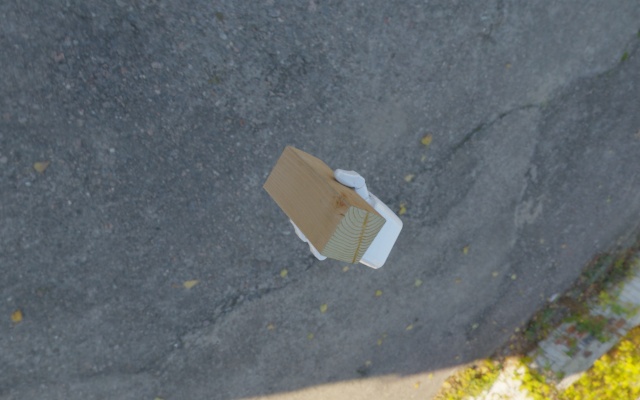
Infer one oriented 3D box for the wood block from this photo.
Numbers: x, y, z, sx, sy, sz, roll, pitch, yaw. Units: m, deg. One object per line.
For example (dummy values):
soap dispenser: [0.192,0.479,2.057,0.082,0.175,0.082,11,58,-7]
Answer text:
wood block: [0.001,0.003,0.793,0.090,0.091,0.206,20,17,-43]
